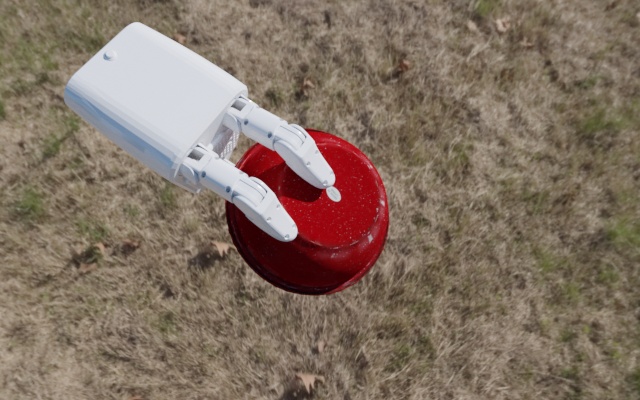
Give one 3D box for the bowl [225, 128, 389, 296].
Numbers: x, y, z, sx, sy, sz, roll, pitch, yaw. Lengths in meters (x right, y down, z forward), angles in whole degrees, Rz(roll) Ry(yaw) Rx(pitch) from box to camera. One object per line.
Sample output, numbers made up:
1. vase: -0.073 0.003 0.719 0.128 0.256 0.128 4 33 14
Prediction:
1. bowl: 0.001 0.002 0.425 0.162 0.162 0.055 0 -14 -20
